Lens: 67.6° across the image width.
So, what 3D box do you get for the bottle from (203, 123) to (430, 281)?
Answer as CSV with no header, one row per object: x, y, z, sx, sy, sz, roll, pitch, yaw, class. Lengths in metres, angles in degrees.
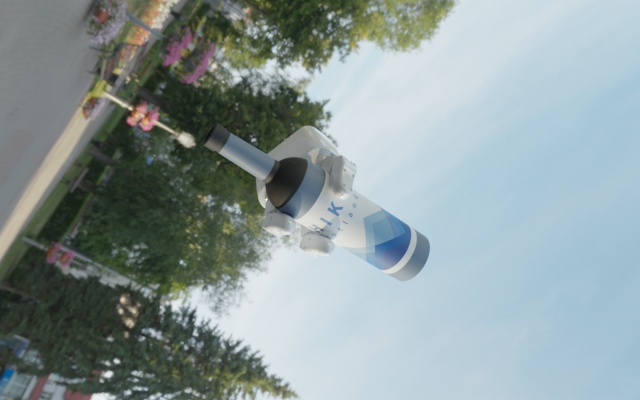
0.000,0.002,0.554,0.296,0.069,0.069,32,-13,-23,bottle
